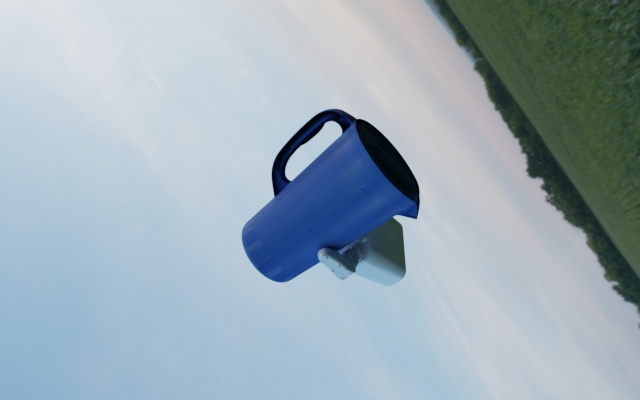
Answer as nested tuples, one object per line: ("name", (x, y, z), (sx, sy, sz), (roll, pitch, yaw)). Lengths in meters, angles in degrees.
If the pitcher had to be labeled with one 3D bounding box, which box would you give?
("pitcher", (0.000, 0.002, 0.660), (0.243, 0.149, 0.145), (-37, -42, 23))
